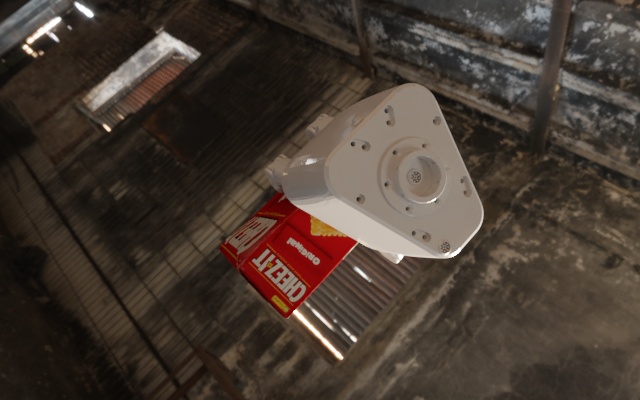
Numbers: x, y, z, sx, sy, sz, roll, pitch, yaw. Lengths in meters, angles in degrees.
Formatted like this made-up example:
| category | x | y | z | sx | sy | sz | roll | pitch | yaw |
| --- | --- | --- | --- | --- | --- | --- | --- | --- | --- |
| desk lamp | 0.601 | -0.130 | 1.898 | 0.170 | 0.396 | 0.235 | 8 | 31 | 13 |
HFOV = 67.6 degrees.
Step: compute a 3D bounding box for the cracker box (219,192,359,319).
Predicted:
| category | x | y | z | sx | sy | sz | roll | pitch | yaw |
| --- | --- | --- | --- | --- | --- | --- | --- | --- | --- |
| cracker box | 0.000 | 0.002 | 0.485 | 0.213 | 0.072 | 0.164 | -45 | 11 | -12 |
